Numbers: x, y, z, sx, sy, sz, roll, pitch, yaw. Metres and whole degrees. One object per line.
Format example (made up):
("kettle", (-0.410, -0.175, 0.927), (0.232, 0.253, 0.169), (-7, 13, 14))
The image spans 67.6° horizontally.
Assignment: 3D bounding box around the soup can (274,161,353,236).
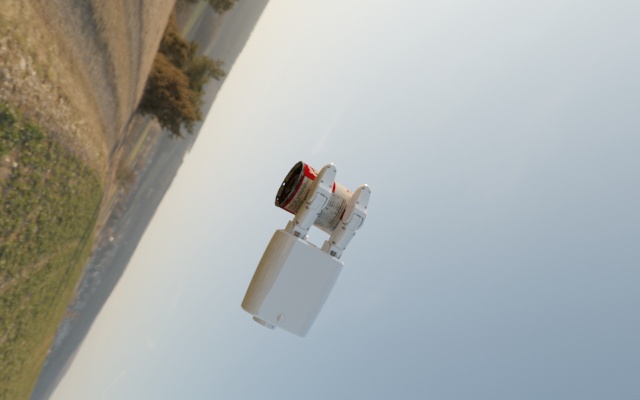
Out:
("soup can", (0.001, 0.002, 0.632), (0.102, 0.068, 0.068), (30, -10, -18))
